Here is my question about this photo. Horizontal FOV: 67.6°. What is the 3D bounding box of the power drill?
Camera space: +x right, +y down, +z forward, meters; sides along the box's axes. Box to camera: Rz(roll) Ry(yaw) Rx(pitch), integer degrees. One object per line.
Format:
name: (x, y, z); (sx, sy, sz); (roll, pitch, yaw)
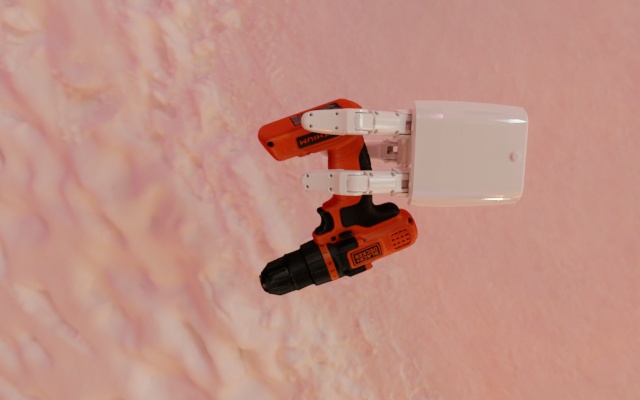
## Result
power drill: (0.000, 0.001, 0.503); (0.184, 0.188, 0.057); (-22, 28, -6)
